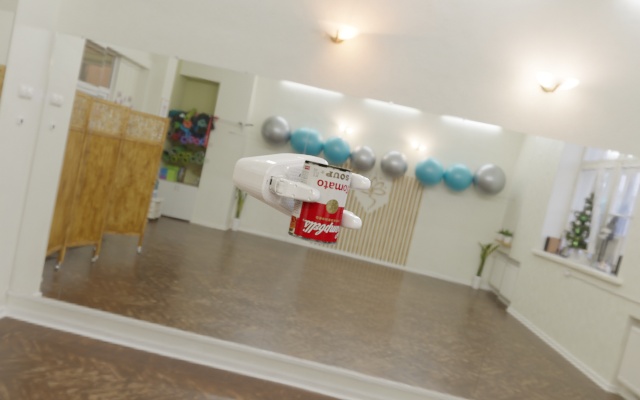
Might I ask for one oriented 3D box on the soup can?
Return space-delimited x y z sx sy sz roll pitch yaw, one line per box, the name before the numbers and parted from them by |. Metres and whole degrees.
soup can | 0.000 0.002 0.642 0.068 0.102 0.068 13 4 -1
